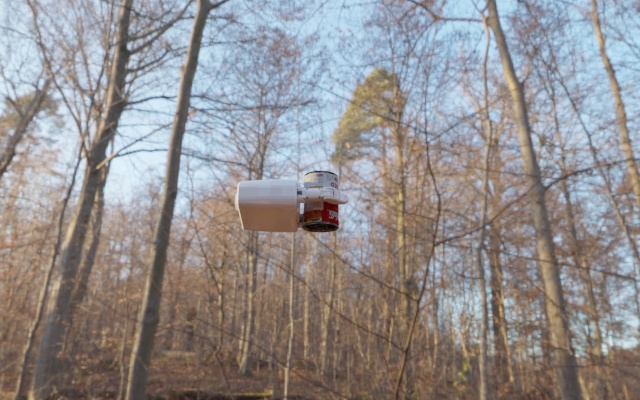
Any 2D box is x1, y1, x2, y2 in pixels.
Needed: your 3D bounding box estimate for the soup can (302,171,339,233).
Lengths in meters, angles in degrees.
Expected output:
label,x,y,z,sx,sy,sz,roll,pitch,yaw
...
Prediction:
label,x,y,z,sx,sy,sz,roll,pitch,yaw
soup can,0.001,0.003,0.894,0.068,0.102,0.068,0,-18,0
